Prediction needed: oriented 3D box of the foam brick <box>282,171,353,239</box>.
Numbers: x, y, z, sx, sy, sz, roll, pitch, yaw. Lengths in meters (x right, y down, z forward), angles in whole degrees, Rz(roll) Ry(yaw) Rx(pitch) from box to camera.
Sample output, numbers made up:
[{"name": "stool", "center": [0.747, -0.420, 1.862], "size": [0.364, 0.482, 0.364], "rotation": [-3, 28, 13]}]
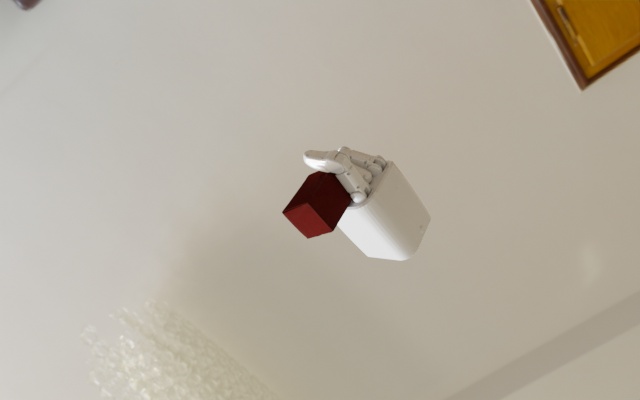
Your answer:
[{"name": "foam brick", "center": [0.000, 0.002, 0.609], "size": [0.053, 0.051, 0.078], "rotation": [-19, 28, 46]}]
